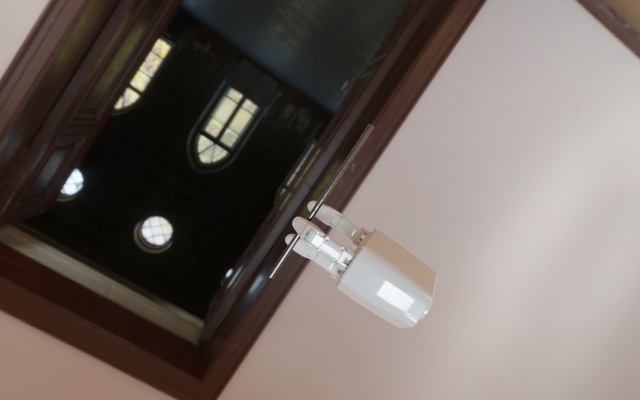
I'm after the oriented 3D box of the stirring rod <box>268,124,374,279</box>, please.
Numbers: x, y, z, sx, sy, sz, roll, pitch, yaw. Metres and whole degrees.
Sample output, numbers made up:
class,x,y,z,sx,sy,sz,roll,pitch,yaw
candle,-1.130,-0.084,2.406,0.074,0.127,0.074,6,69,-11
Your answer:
class,x,y,z,sx,sy,sz,roll,pitch,yaw
stirring rod,0.000,0.002,0.629,0.011,0.239,0.011,34,3,-2
